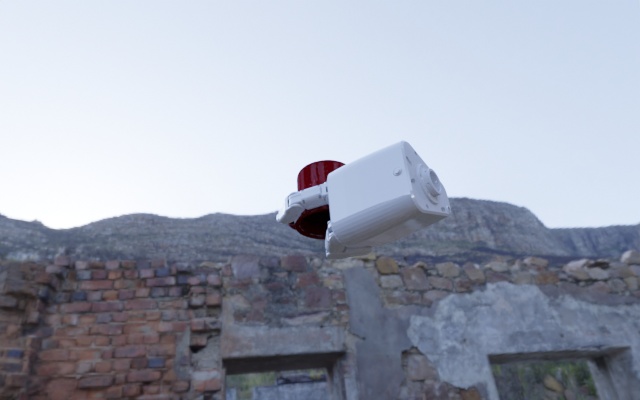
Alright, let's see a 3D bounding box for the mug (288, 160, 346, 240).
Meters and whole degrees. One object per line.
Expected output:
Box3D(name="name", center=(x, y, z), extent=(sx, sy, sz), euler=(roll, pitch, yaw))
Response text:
Box3D(name="mug", center=(-0.001, 0.003, 0.665), extent=(0.117, 0.081, 0.093), euler=(-25, -35, 31))
